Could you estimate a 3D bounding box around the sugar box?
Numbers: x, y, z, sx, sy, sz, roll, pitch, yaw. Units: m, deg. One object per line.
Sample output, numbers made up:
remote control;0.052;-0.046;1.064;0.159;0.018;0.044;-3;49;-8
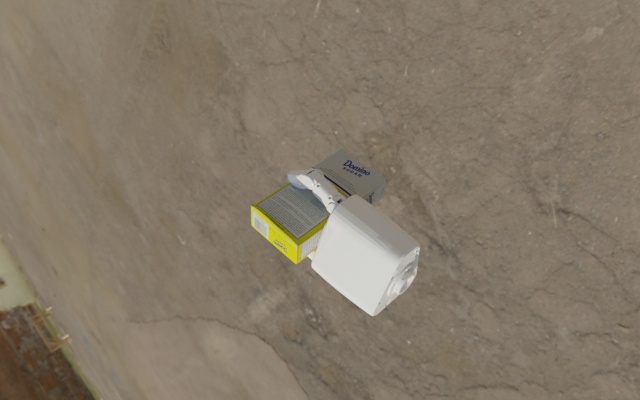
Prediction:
sugar box;0.000;0.003;0.658;0.176;0.048;0.093;-32;57;-33
